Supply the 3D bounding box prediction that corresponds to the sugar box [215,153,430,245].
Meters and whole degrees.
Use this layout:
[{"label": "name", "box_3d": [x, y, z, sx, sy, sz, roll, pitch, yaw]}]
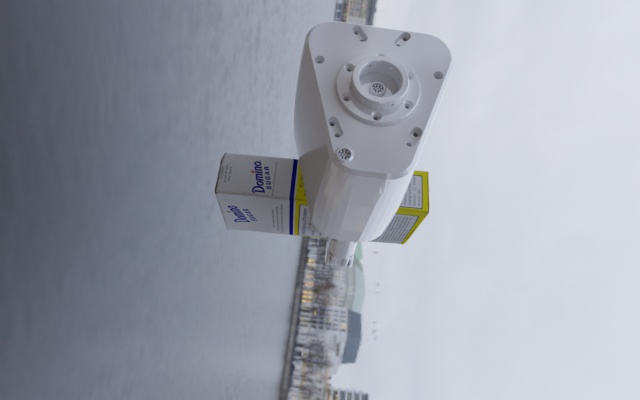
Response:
[{"label": "sugar box", "box_3d": [0.000, 0.001, 0.433, 0.176, 0.048, 0.093, 8, -23, -1]}]
